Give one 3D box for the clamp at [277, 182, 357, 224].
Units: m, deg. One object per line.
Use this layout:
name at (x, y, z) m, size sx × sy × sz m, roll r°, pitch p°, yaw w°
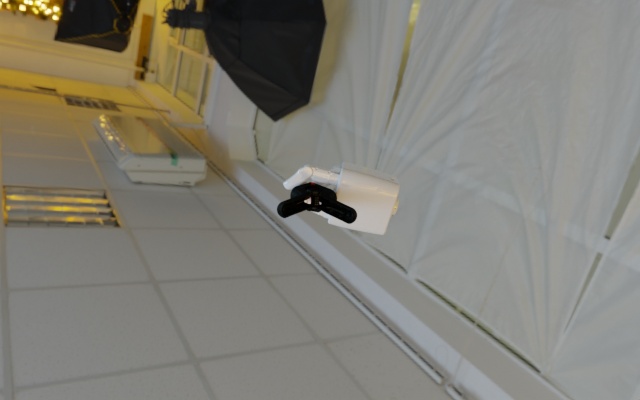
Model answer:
clamp at (0.000, 0.003, 0.781) m, size 0.120 × 0.039 × 0.171 m, roll 13°, pitch 17°, yaw 1°
